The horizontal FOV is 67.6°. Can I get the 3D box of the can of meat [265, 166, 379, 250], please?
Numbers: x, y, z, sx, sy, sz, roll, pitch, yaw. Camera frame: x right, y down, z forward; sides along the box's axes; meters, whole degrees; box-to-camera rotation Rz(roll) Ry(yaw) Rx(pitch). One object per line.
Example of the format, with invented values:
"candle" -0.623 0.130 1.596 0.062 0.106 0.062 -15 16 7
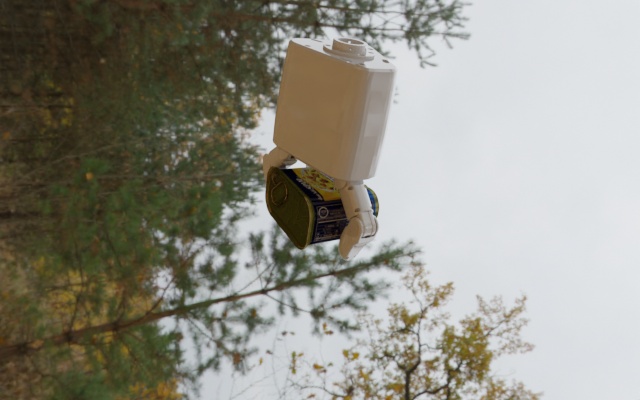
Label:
"can of meat" 0.000 0.002 0.506 0.084 0.057 0.102 -7 31 -29
